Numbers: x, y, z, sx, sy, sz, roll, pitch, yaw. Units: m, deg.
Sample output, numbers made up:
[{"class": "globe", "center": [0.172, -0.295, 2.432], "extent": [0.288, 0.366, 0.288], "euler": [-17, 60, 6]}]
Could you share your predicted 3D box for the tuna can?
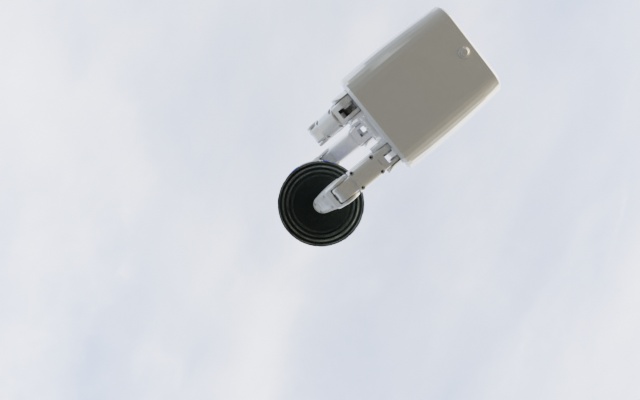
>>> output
[{"class": "tuna can", "center": [0.000, 0.002, 0.486], "extent": [0.086, 0.086, 0.033], "euler": [0, 8, -2]}]
